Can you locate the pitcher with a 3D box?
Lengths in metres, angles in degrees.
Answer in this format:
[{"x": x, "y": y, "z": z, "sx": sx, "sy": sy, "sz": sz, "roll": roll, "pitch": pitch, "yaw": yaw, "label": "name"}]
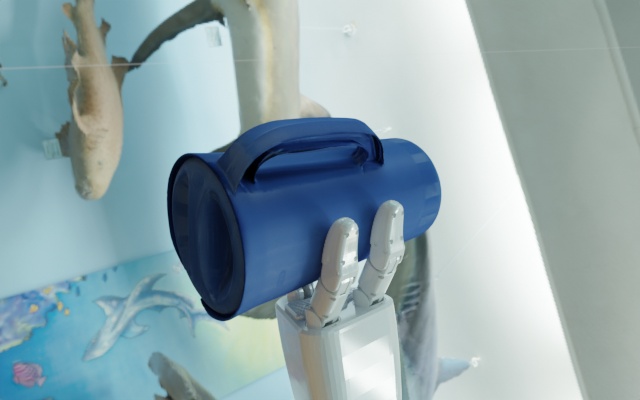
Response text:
[{"x": 0.000, "y": 0.002, "z": 0.431, "sx": 0.243, "sy": 0.145, "sz": 0.149, "roll": -14, "pitch": 9, "yaw": -37, "label": "pitcher"}]
